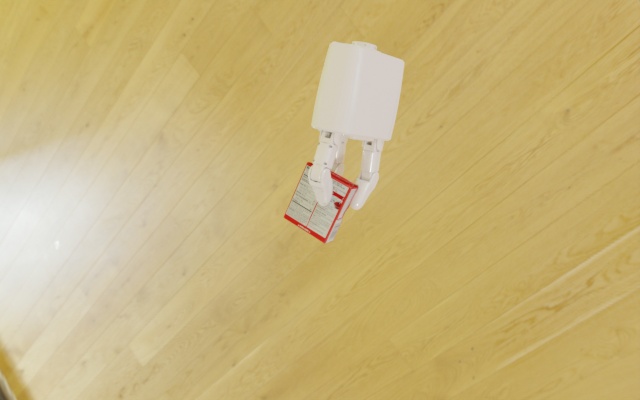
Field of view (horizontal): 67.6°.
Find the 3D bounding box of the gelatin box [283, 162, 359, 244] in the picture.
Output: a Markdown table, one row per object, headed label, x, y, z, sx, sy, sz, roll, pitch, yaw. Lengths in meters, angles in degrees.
| label | x | y | z | sx | sy | sz | roll | pitch | yaw |
| --- | --- | --- | --- | --- | --- | --- | --- | --- | --- |
| gelatin box | 0.000 | 0.002 | 0.649 | 0.073 | 0.089 | 0.030 | 30 | 15 | 21 |
